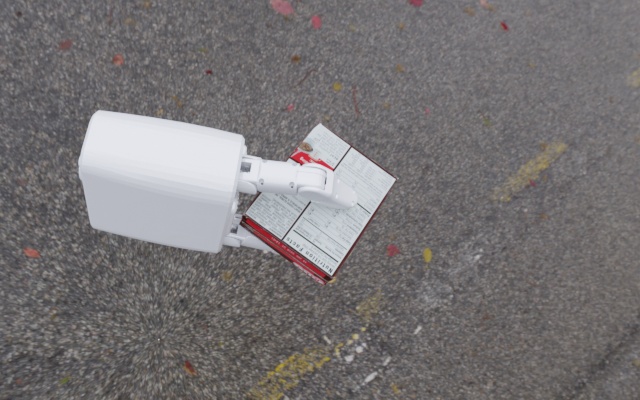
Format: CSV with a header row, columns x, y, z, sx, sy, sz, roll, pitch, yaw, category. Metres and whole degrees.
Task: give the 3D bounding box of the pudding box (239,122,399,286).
x,y,z,sx,sy,sz,roll,pitch,yaw,category
0.000,0.001,0.407,0.090,0.113,0.039,37,-21,-1,pudding box
